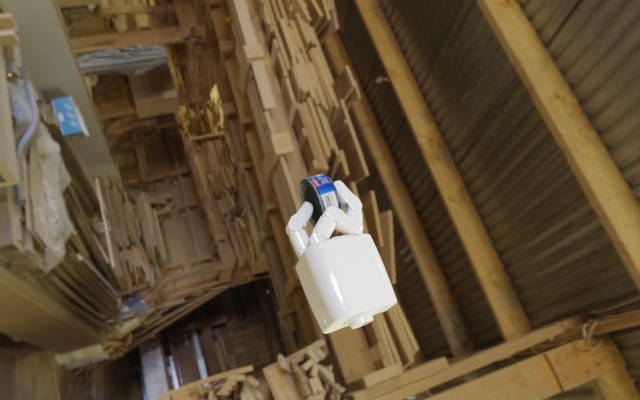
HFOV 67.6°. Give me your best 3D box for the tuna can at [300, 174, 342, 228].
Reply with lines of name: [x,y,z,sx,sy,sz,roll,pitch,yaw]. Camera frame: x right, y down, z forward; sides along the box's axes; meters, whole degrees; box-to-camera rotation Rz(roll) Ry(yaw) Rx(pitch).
tuna can: [0.001,0.002,0.746,0.034,0.086,0.086,-18,6,-20]
